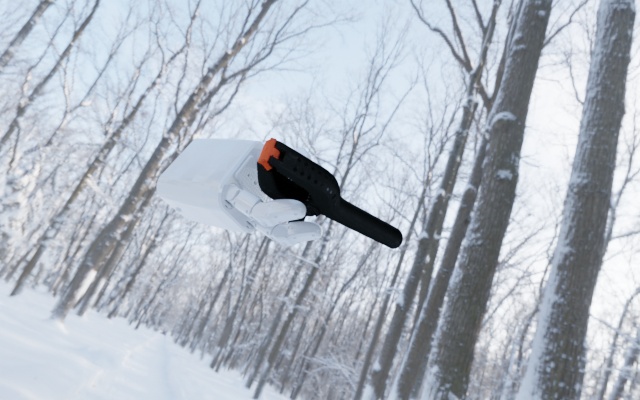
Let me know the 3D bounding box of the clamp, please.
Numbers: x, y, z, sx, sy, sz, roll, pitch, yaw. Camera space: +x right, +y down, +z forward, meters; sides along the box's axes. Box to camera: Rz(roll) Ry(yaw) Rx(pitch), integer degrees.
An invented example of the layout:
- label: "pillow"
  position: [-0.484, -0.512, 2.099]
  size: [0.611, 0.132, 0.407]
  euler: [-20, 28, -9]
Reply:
- label: "clamp"
  position: [0.000, 0.001, 0.552]
  size: [0.164, 0.036, 0.210]
  euler: [5, -28, 25]
